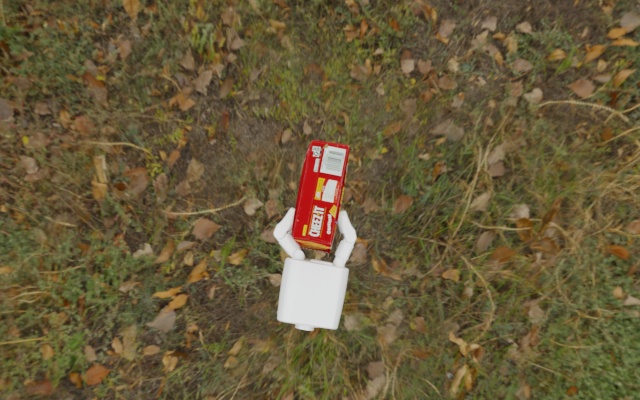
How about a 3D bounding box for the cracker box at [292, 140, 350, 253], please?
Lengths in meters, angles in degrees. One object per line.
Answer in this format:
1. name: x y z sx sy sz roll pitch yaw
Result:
1. cracker box: 0.000 0.003 0.848 0.072 0.164 0.214 10 -9 2
